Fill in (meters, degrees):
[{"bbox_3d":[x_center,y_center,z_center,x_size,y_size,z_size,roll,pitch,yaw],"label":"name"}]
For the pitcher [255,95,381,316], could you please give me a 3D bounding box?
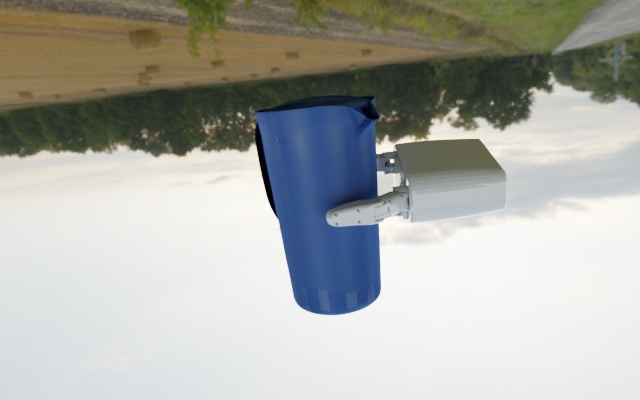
[{"bbox_3d":[0.000,0.002,0.563,0.145,0.243,0.149,-7,14,-1],"label":"pitcher"}]
